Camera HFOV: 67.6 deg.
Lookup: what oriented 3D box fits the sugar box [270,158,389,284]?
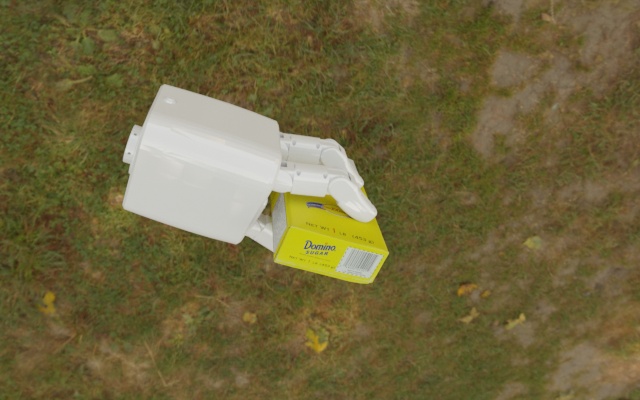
[{"bbox_3d":[0.000,0.001,0.469,0.093,0.048,0.176,17,30,-18],"label":"sugar box"}]
